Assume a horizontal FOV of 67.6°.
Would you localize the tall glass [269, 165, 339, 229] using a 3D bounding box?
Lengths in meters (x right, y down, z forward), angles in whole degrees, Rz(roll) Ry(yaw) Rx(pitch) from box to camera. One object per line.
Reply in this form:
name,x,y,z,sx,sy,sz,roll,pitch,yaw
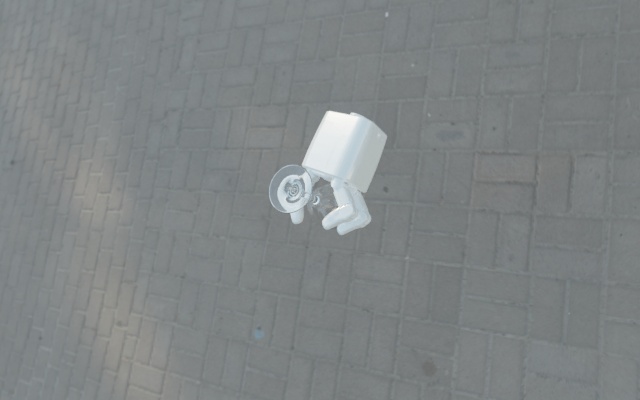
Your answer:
tall glass,0.000,0.003,0.792,0.079,0.079,0.201,0,-12,27
